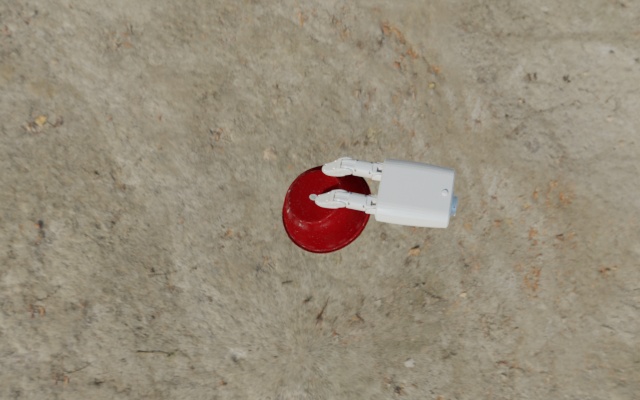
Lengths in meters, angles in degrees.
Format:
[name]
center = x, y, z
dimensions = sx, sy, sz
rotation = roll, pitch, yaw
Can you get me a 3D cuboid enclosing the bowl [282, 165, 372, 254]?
[bowl]
center = -0.001, 0.003, 0.783
dimensions = 0.162, 0.162, 0.055
rotation = 0, -21, 22
